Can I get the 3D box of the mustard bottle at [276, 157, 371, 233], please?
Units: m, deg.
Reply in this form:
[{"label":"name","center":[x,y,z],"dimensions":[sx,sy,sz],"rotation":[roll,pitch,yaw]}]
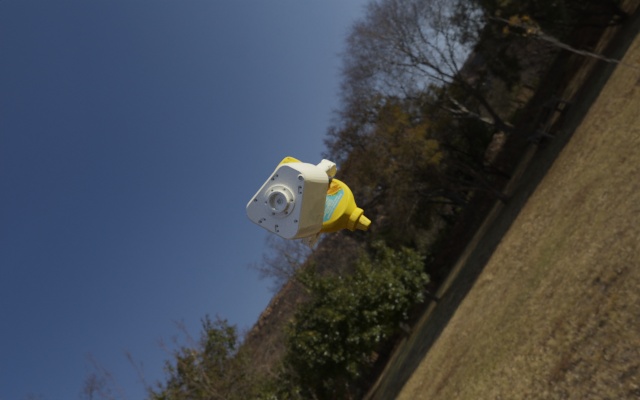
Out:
[{"label":"mustard bottle","center":[0.000,0.003,0.844],"dimensions":[0.191,0.096,0.058],"rotation":[26,-15,15]}]
